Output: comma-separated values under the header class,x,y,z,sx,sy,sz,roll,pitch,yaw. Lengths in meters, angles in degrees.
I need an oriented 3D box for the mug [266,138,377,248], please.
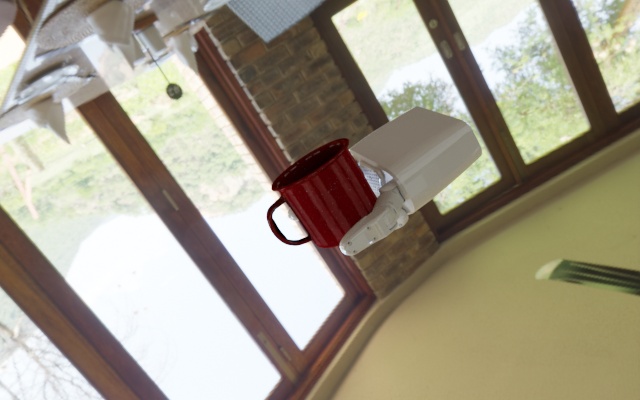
class,x,y,z,sx,sy,sz,roll,pitch,yaw
mug,-0.001,0.003,0.491,0.117,0.081,0.093,-36,17,-11
